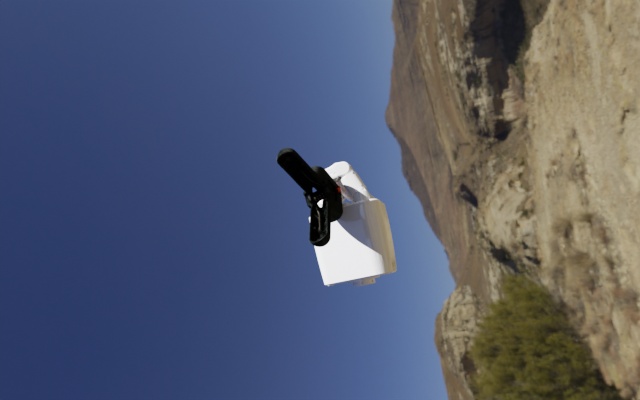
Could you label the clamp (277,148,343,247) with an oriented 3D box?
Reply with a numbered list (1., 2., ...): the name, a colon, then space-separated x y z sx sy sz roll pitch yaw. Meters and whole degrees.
1. clamp: 0.000 0.002 0.612 0.039 0.120 0.171 -18 -10 18
